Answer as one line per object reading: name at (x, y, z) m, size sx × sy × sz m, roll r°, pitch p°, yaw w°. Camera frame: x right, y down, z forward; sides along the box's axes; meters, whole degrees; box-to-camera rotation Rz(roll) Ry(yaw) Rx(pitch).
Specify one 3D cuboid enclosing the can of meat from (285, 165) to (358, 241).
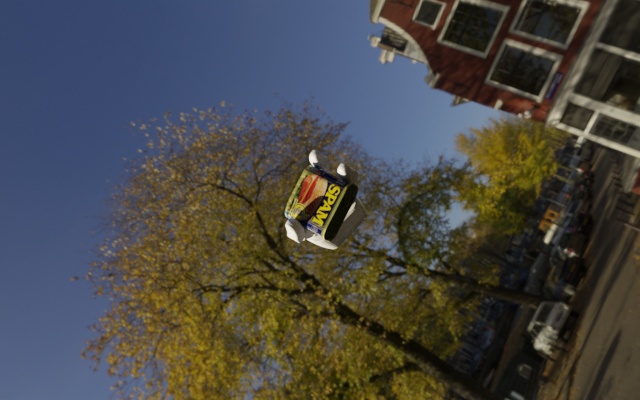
can of meat at (0.000, 0.003, 0.785) m, size 0.084 × 0.102 × 0.057 m, roll 27°, pitch 1°, yaw 23°
